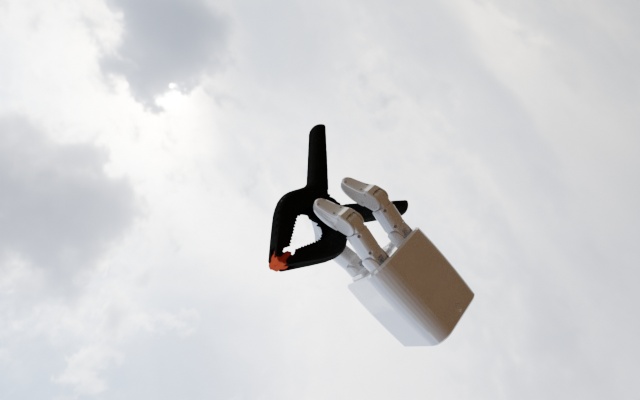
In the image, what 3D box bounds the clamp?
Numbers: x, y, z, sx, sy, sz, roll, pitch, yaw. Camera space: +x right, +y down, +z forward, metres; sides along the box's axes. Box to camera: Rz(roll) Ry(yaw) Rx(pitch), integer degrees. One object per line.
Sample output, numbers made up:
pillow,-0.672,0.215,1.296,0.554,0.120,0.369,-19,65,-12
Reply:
clamp,0.000,0.003,0.576,0.210,0.164,0.036,-40,-5,-38
